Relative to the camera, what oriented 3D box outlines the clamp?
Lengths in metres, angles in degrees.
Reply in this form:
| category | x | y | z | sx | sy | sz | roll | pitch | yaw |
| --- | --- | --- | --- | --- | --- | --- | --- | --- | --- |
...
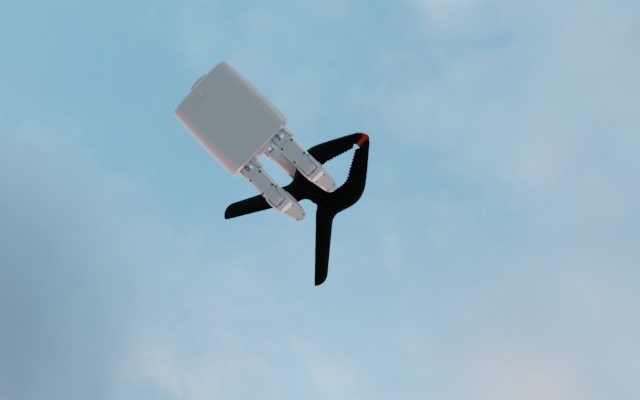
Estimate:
| category | x | y | z | sx | sy | sz | roll | pitch | yaw |
| --- | --- | --- | --- | --- | --- | --- | --- | --- | --- |
| clamp | 0.000 | 0.001 | 0.633 | 0.164 | 0.210 | 0.036 | 45 | 7 | -10 |
